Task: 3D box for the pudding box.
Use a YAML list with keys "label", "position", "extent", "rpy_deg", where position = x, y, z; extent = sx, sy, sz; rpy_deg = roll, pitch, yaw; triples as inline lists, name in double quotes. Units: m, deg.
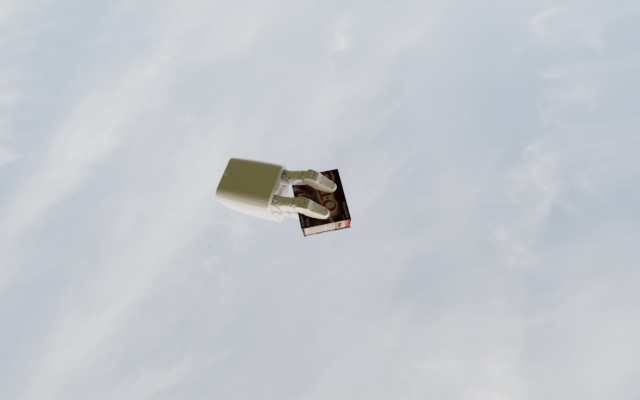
- label: "pudding box"
  position: [0.000, 0.003, 0.859]
  extent: [0.090, 0.113, 0.039]
  rpy_deg: [-12, -28, -3]
